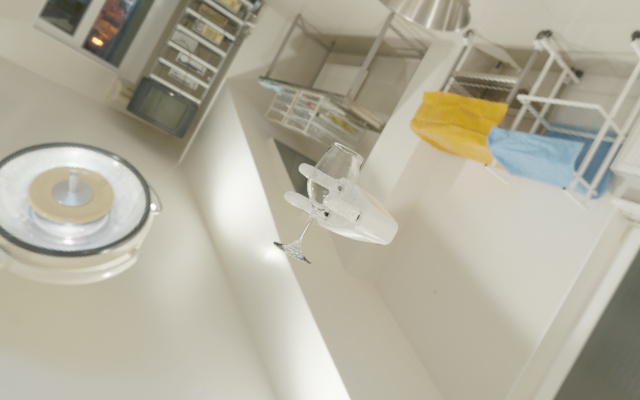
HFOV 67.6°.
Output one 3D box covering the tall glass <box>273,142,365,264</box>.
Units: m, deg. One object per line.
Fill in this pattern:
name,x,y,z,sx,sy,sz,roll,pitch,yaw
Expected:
tall glass,0.000,0.003,0.811,0.079,0.201,0.079,29,1,-1
